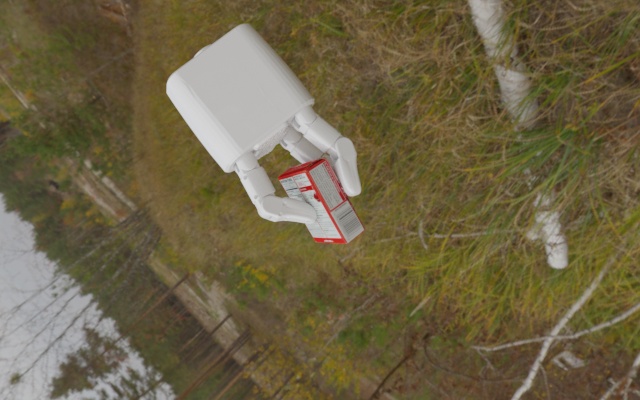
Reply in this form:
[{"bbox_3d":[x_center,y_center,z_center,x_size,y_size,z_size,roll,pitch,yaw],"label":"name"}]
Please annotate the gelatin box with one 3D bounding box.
[{"bbox_3d":[0.000,0.002,0.506,0.030,0.089,0.073,-34,11,-24],"label":"gelatin box"}]
